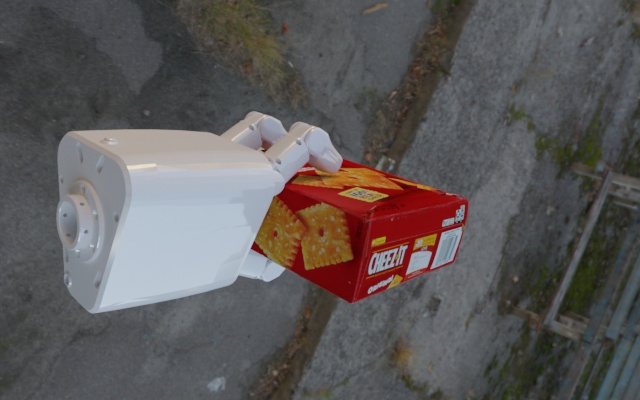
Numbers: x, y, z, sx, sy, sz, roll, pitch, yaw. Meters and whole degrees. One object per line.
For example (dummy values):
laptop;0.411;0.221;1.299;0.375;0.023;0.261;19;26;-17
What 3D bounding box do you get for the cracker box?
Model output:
cracker box;0.000;0.002;0.432;0.213;0.072;0.164;23;19;37
